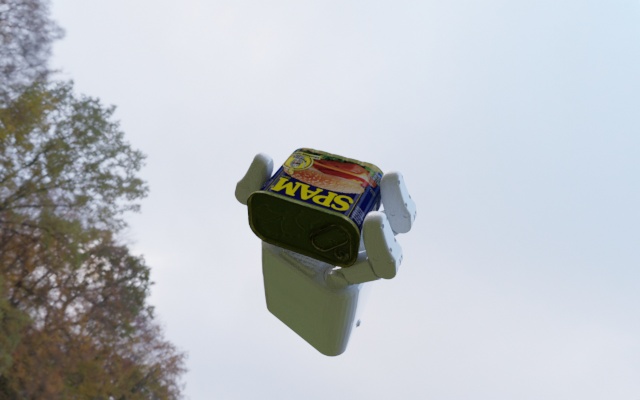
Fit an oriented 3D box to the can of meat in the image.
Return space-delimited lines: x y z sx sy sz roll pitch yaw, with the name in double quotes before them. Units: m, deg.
"can of meat" 0.000 0.001 0.425 0.102 0.057 0.084 17 42 17
